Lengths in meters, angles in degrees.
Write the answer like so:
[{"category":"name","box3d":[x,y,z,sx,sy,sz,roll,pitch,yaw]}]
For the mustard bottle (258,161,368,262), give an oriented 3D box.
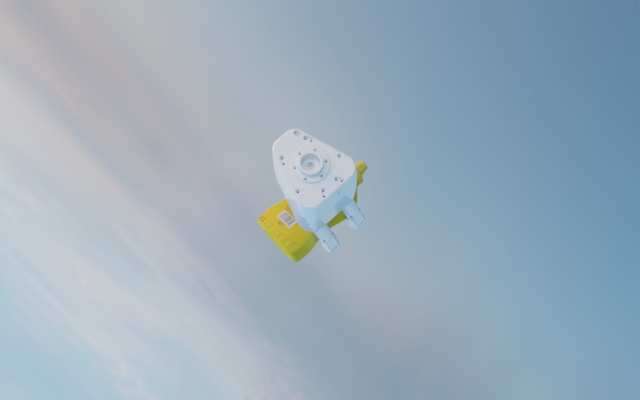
[{"category":"mustard bottle","box3d":[0.000,0.003,0.756,0.096,0.191,0.058,41,-14,35]}]
